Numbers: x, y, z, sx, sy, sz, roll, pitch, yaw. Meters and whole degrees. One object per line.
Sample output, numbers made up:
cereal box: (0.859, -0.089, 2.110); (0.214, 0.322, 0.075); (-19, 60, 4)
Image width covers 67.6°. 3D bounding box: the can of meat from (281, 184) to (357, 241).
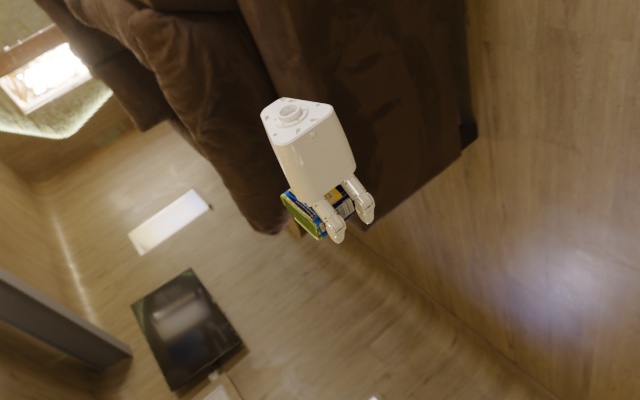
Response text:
can of meat: (0.000, 0.003, 0.731); (0.084, 0.057, 0.102); (-37, 46, -15)
